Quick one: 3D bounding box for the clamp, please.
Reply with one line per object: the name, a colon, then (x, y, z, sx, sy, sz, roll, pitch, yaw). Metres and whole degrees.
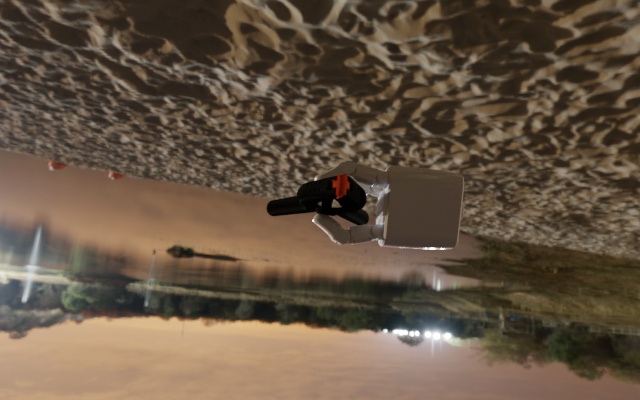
clamp: (0.000, 0.003, 0.681, 0.164, 0.036, 0.210, 4, -13, -1)
